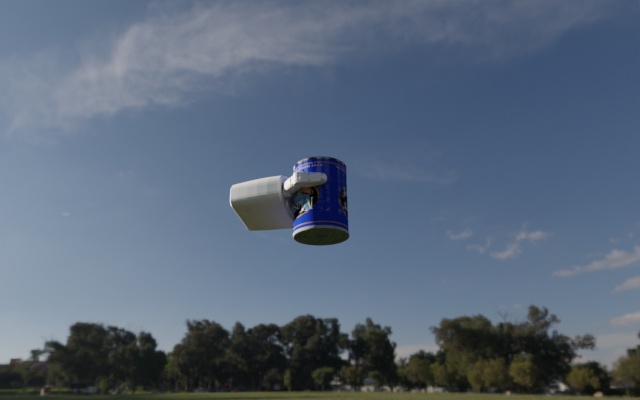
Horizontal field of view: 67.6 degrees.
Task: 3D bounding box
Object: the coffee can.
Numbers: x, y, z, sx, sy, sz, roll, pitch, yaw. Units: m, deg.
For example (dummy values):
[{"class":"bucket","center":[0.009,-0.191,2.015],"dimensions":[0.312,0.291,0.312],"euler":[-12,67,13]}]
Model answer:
[{"class":"coffee can","center":[0.000,0.003,0.893],"dimensions":[0.103,0.140,0.103],"euler":[-1,-22,0]}]
